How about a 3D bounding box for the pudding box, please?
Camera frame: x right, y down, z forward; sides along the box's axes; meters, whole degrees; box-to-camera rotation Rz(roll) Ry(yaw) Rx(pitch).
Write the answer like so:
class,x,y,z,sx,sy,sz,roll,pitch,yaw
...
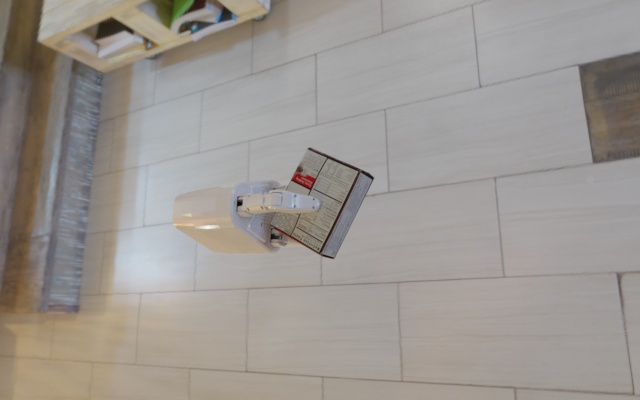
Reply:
class,x,y,z,sx,sy,sz,roll,pitch,yaw
pudding box,0.000,0.002,0.583,0.090,0.113,0.039,27,3,34
